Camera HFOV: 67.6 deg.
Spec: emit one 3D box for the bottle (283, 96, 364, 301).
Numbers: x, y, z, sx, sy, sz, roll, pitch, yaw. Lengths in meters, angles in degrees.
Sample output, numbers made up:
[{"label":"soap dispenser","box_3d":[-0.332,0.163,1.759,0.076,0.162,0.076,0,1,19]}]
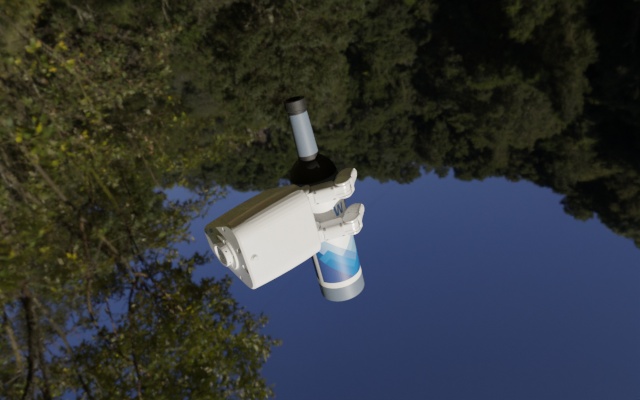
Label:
[{"label":"bottle","box_3d":[0.000,0.002,0.660,0.069,0.296,0.069,-12,25,6]}]
